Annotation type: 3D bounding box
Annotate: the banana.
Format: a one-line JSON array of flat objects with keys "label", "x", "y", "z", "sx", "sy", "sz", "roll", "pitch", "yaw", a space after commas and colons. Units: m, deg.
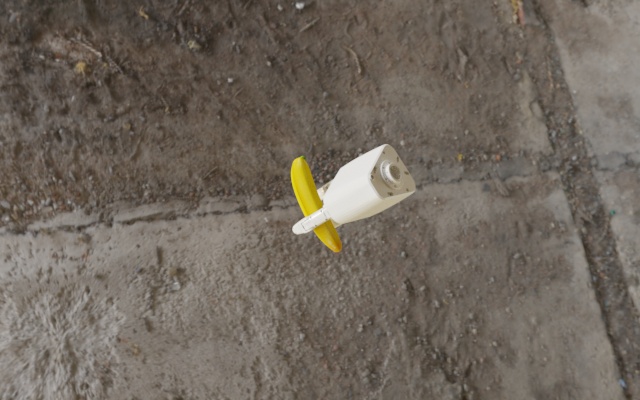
[{"label": "banana", "x": -0.012, "y": -0.001, "z": 0.849, "sx": 0.037, "sy": 0.197, "sz": 0.069, "roll": -31, "pitch": -20, "yaw": 31}]
